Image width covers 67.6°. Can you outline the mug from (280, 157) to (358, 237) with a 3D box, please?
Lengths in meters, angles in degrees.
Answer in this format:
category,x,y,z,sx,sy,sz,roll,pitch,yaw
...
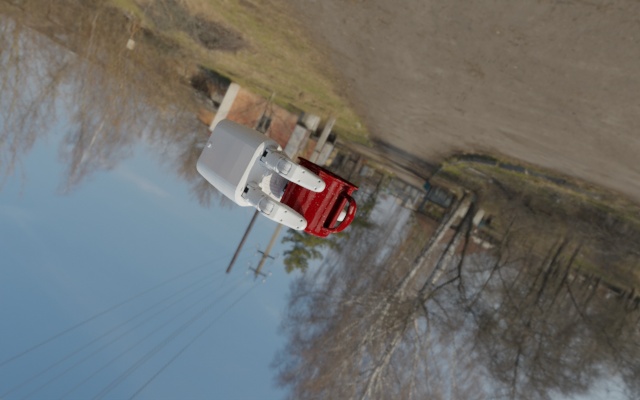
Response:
category,x,y,z,sx,sy,sz,roll,pitch,yaw
mug,0.001,0.003,0.642,0.117,0.081,0.093,33,8,38
